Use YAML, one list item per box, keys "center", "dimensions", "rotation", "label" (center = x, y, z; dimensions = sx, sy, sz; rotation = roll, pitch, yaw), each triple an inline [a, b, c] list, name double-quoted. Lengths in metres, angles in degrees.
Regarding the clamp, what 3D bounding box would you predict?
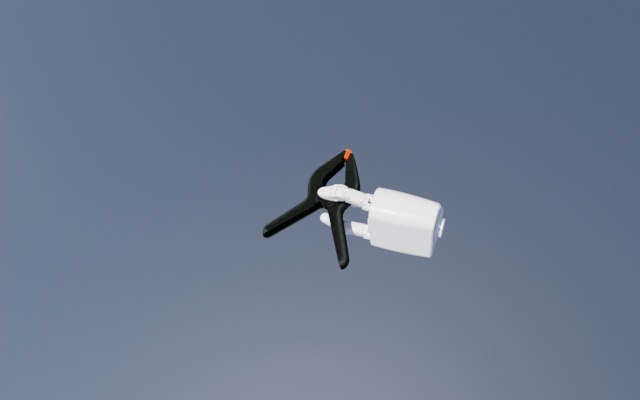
- center: [0.000, 0.002, 0.834]
  dimensions: [0.164, 0.210, 0.036]
  rotation: [14, -19, 19]
  label: "clamp"
